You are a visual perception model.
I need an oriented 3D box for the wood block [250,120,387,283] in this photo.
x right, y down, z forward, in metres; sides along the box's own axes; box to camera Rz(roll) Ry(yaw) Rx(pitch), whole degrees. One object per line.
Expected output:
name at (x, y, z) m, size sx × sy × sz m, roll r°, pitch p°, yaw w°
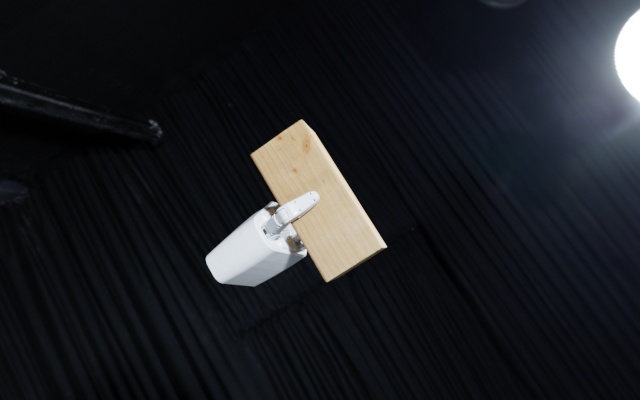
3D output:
wood block at (0.000, 0.002, 0.680) m, size 0.090 × 0.206 × 0.091 m, roll -33°, pitch -10°, yaw 8°
